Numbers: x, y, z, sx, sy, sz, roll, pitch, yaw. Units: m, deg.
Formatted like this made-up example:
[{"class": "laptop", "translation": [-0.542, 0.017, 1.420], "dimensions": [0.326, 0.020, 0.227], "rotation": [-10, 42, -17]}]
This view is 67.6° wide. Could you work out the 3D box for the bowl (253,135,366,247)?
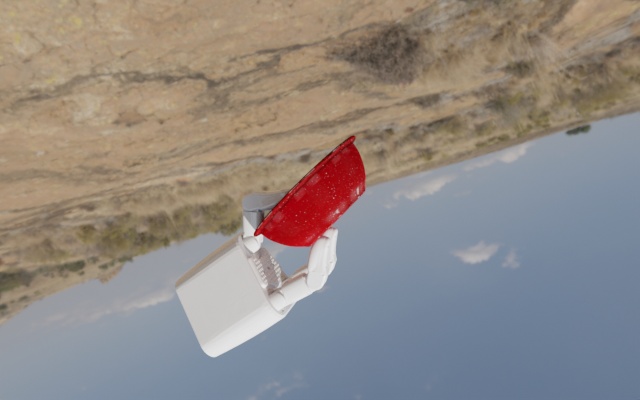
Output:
[{"class": "bowl", "translation": [0.001, 0.001, 0.543], "dimensions": [0.055, 0.162, 0.162], "rotation": [45, -2, 2]}]
